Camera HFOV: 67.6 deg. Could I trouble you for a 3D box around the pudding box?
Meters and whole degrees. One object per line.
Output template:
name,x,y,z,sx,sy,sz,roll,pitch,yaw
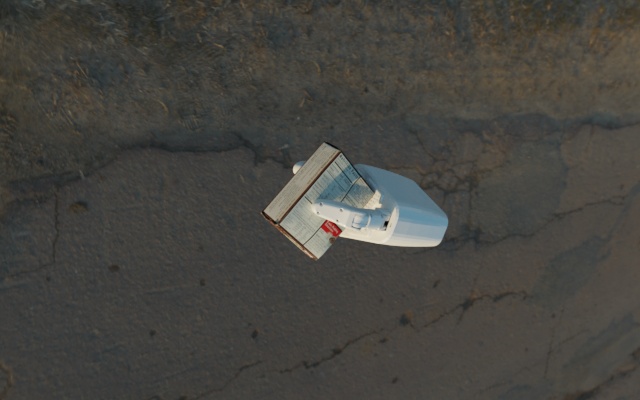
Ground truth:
pudding box,0.000,0.002,0.556,0.039,0.113,0.090,32,-11,47
